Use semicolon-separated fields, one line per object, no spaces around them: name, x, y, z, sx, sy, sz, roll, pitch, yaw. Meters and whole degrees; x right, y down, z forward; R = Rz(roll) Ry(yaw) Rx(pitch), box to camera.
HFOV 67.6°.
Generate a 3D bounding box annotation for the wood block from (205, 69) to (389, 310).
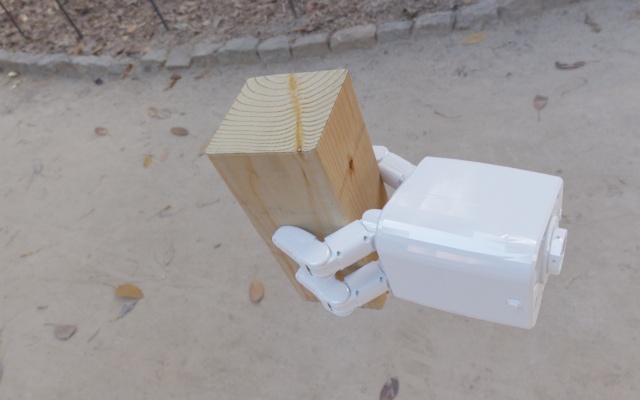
wood block;0.000;0.001;0.416;0.090;0.090;0.206;1;-40;24
